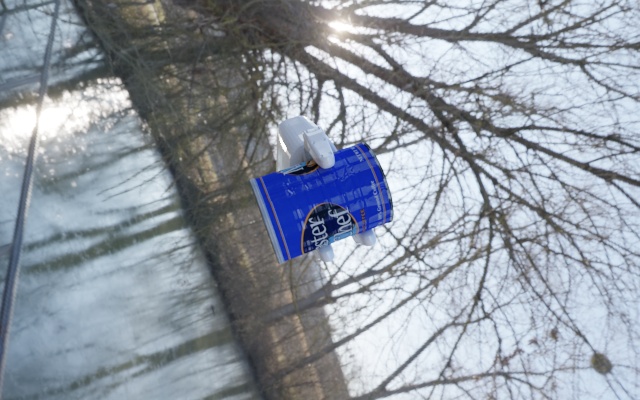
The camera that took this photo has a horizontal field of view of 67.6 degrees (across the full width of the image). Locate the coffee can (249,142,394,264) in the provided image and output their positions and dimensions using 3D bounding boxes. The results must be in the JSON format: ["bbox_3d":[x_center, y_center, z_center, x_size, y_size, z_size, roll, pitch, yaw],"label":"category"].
[{"bbox_3d":[0.000,0.002,0.556,0.140,0.103,0.103,-20,3,-8],"label":"coffee can"}]
